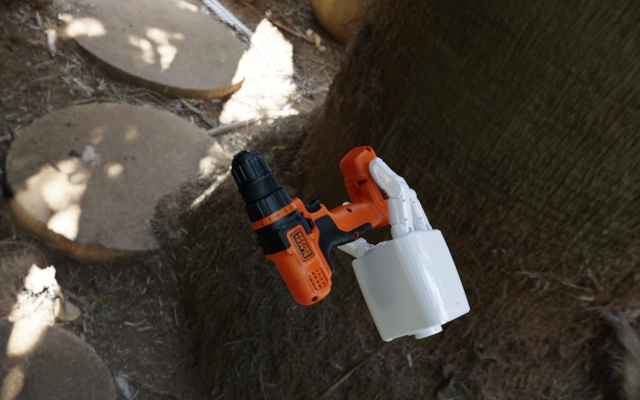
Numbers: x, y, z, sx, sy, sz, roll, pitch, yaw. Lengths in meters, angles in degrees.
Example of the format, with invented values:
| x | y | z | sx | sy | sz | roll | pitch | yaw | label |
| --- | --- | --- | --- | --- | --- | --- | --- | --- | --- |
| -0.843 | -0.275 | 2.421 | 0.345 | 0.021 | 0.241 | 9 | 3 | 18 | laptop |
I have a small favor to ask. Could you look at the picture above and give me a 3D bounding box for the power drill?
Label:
| x | y | z | sx | sy | sz | roll | pitch | yaw | label |
| --- | --- | --- | --- | --- | --- | --- | --- | --- | --- |
| 0.001 | 0.002 | 0.566 | 0.187 | 0.184 | 0.057 | -31 | 8 | -36 | power drill |
